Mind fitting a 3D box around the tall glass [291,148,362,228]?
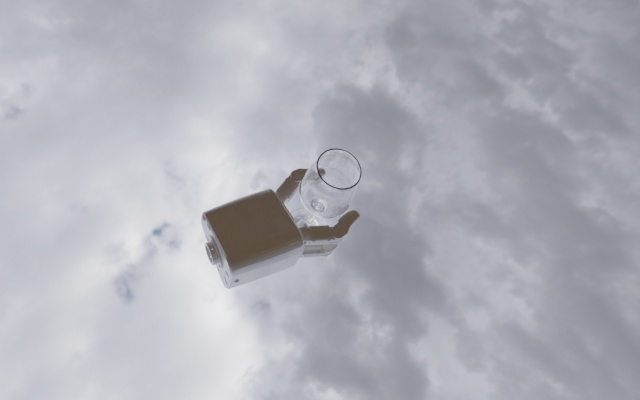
[{"bbox_3d":[0.000,0.003,0.706,0.079,0.079,0.201,0,-26,-16],"label":"tall glass"}]
